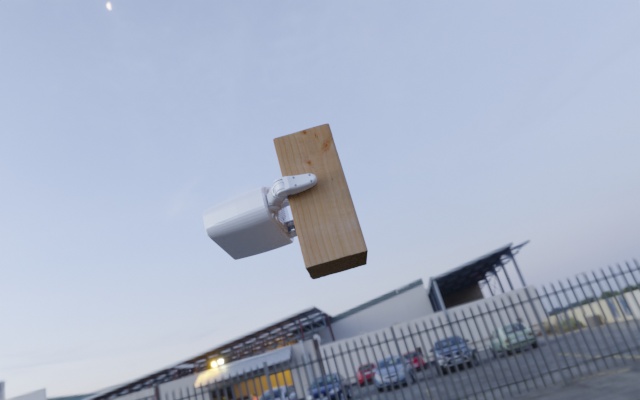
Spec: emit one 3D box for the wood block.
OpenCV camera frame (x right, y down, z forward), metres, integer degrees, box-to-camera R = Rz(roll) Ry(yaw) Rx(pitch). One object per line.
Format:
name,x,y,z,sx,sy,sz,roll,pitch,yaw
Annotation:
wood block,0.000,0.002,0.723,0.090,0.206,0.091,-16,-20,0
